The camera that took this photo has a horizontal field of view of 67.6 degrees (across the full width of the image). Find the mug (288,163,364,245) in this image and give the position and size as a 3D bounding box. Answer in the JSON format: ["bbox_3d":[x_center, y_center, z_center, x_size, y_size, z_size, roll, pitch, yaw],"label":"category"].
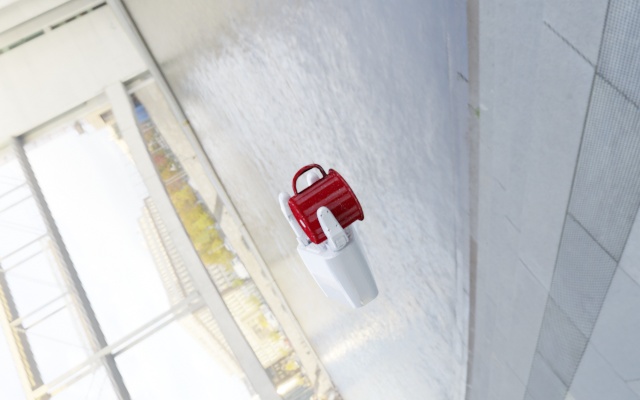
[{"bbox_3d":[-0.001,0.001,0.704,0.081,0.117,0.093,-32,20,-10],"label":"mug"}]
